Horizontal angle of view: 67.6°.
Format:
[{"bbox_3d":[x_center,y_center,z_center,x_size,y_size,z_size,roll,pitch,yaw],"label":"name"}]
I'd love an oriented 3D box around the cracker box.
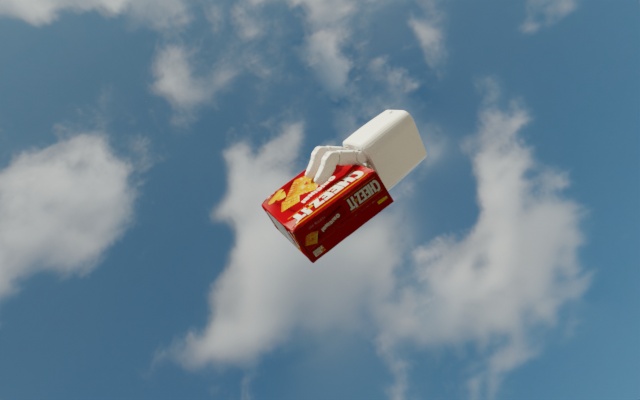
[{"bbox_3d":[0.000,0.003,0.822,0.164,0.072,0.213,-37,21,-10],"label":"cracker box"}]
